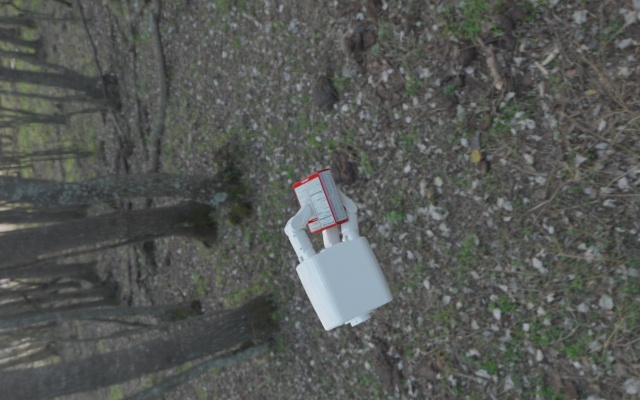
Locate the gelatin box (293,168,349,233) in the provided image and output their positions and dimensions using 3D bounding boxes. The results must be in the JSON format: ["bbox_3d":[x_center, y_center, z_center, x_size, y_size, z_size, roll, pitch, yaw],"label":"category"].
[{"bbox_3d":[0.000,0.002,0.759,0.030,0.089,0.073,-20,-3,-37],"label":"gelatin box"}]
